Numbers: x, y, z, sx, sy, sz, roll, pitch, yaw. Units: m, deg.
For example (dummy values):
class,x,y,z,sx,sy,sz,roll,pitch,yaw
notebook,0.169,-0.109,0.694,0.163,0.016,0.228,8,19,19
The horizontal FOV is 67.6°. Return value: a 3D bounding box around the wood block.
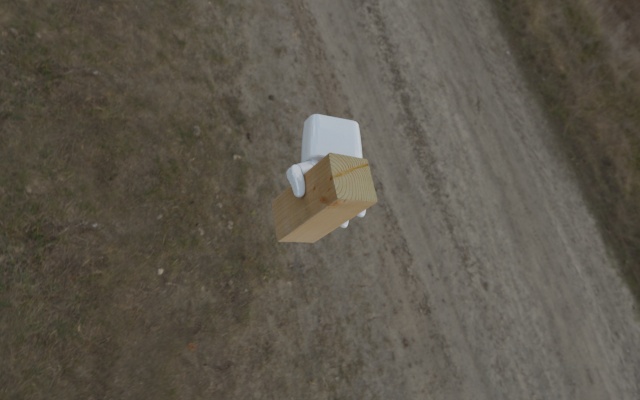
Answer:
class,x,y,z,sx,sy,sz,roll,pitch,yaw
wood block,0.000,0.002,0.899,0.091,0.090,0.206,6,-28,-34
